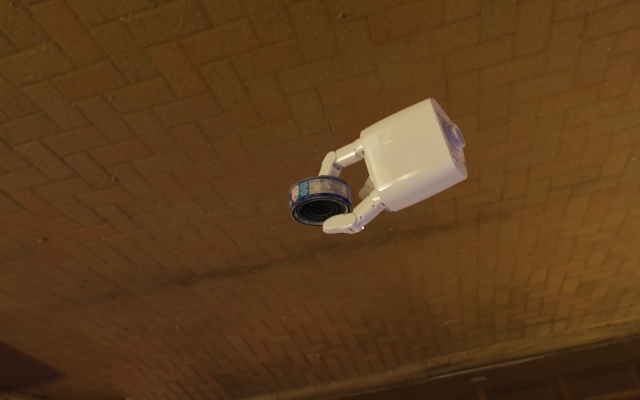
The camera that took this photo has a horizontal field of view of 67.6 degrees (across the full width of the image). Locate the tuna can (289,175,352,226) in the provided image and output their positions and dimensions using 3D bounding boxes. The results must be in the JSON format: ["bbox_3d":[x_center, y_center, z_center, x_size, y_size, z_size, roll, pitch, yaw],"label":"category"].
[{"bbox_3d":[0.000,0.003,0.657,0.086,0.033,0.086,-3,-30,-2],"label":"tuna can"}]
